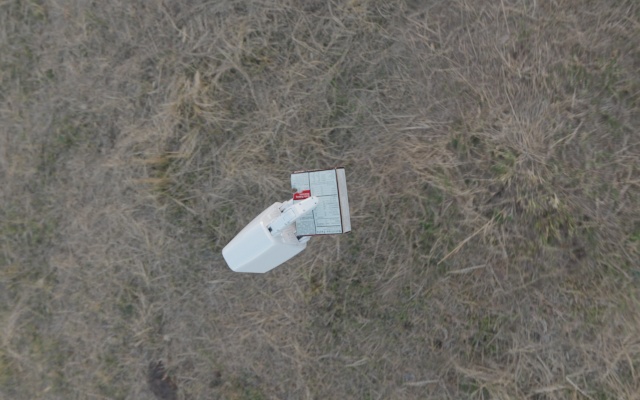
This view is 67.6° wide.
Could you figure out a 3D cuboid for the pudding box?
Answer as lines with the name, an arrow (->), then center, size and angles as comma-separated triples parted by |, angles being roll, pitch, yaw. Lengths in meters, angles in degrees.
pudding box -> 0.000, 0.003, 0.804 | 0.090, 0.113, 0.039 | -5, 5, 26
